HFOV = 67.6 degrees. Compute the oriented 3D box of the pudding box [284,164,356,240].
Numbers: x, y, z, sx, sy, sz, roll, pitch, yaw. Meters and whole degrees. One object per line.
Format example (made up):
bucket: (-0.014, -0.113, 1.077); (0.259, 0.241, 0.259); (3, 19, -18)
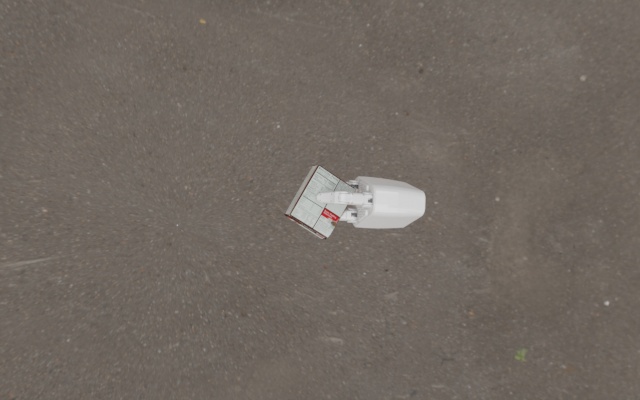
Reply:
pudding box: (0.000, 0.003, 0.883); (0.090, 0.113, 0.039); (33, -12, -14)
